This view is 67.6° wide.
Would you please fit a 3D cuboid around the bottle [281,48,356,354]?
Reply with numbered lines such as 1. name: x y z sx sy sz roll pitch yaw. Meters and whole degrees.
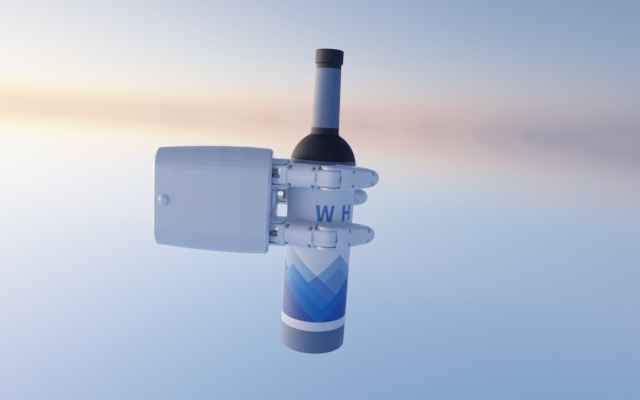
1. bottle: 0.000 0.002 0.480 0.069 0.296 0.069 3 9 -1
